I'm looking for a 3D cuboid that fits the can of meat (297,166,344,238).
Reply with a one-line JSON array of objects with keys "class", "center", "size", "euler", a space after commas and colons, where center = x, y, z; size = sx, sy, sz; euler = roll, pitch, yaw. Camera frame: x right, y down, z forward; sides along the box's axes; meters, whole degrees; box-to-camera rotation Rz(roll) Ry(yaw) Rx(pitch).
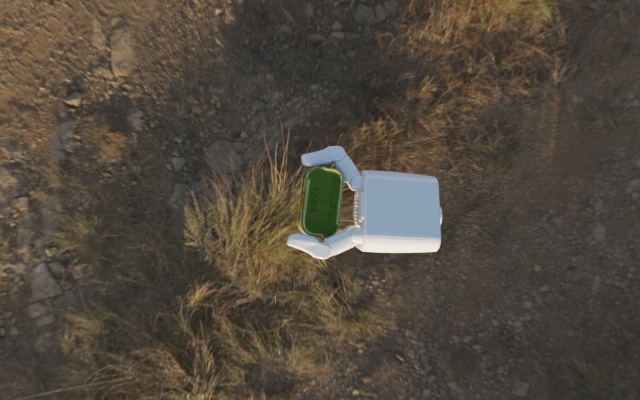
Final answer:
[{"class": "can of meat", "center": [0.000, 0.002, 0.681], "size": [0.057, 0.102, 0.084], "euler": [6, 0, -5]}]
